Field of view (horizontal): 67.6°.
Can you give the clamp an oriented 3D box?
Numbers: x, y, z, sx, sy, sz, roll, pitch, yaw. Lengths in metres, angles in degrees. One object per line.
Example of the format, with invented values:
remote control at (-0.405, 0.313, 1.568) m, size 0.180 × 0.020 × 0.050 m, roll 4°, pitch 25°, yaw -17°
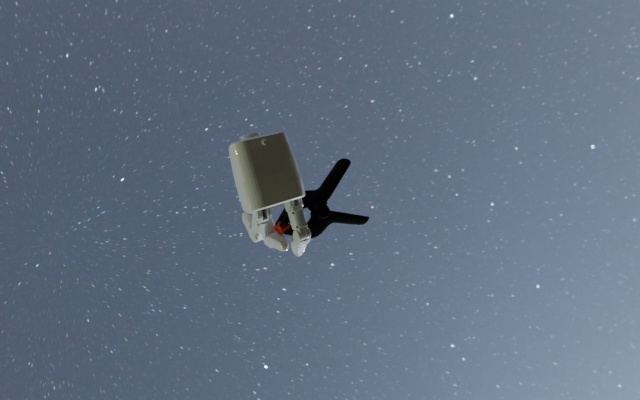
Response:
clamp at (0.000, 0.003, 0.792) m, size 0.171 × 0.120 × 0.039 m, roll -18°, pitch 6°, yaw -29°
